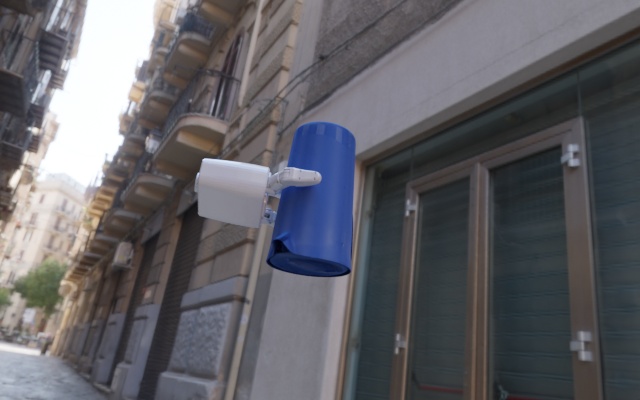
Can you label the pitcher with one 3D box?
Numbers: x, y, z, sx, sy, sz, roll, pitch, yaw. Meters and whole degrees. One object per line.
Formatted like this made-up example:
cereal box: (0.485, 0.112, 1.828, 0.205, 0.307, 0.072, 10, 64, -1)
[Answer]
pitcher: (0.000, 0.003, 0.790, 0.145, 0.242, 0.149, 10, -21, -5)
